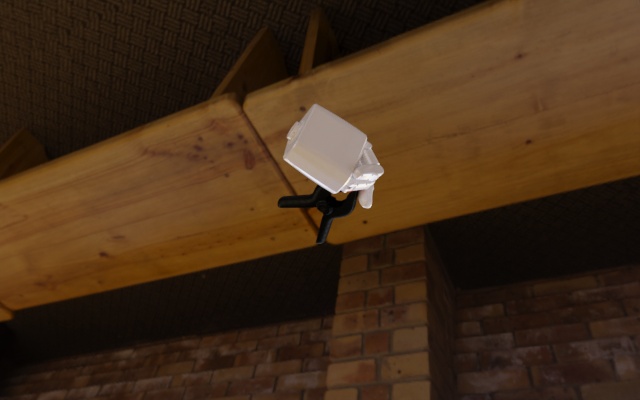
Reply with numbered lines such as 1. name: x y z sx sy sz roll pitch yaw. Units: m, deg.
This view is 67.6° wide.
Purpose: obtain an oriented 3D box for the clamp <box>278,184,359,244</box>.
1. clamp: 0.000 0.003 0.873 0.120 0.039 0.171 34 -51 -13
